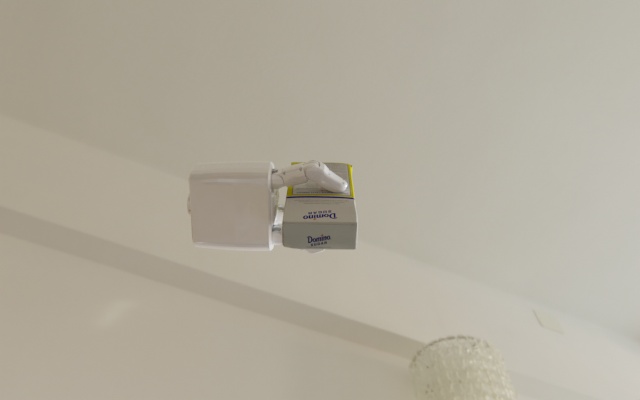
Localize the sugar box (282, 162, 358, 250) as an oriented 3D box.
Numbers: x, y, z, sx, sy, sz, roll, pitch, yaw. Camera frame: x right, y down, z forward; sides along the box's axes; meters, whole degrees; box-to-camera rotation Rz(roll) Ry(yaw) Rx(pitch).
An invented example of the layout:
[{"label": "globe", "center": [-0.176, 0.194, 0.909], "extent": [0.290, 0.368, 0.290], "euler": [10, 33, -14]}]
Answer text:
[{"label": "sugar box", "center": [0.000, 0.003, 0.650], "extent": [0.093, 0.048, 0.176], "euler": [1, 31, 1]}]
